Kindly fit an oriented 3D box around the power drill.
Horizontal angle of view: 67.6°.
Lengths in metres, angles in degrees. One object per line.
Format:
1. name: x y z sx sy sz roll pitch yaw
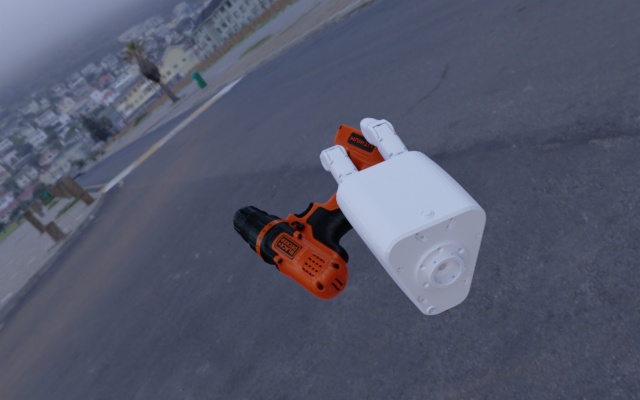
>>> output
1. power drill: 0.001 0.002 0.557 0.184 0.187 0.057 30 -12 40
